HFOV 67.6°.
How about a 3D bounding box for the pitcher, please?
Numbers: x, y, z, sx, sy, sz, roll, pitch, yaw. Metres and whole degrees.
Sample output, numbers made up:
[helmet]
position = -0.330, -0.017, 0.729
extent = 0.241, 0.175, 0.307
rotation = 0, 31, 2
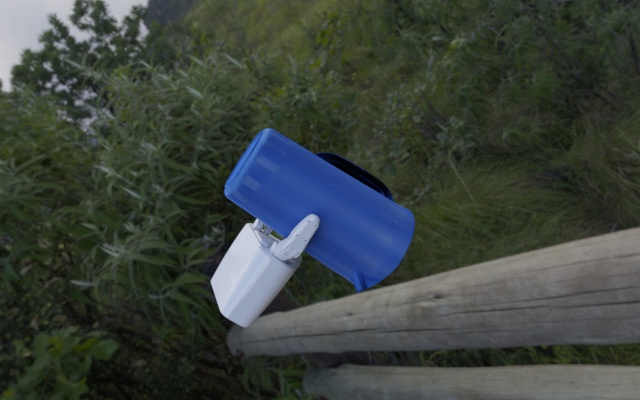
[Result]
[pitcher]
position = 0.000, 0.002, 0.660
extent = 0.243, 0.145, 0.149
rotation = 33, 5, -15
